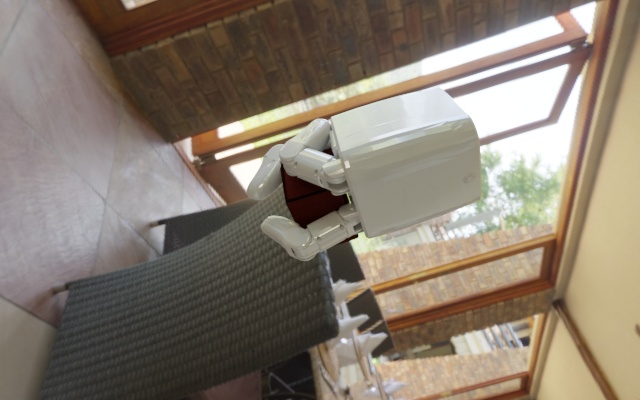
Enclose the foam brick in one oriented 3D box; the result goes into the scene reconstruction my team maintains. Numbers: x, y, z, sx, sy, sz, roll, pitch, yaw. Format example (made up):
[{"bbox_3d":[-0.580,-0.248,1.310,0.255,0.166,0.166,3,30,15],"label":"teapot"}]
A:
[{"bbox_3d":[0.000,0.002,0.449,0.051,0.053,0.078,-17,-43,5],"label":"foam brick"}]
